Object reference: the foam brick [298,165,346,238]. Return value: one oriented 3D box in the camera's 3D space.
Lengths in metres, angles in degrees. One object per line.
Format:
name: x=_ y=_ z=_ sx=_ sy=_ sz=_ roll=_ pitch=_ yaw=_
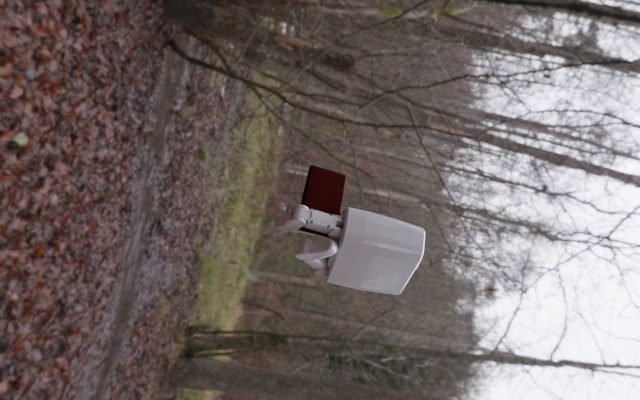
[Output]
foam brick: x=0.000 y=0.002 z=0.652 sx=0.051 sy=0.078 sz=0.053 roll=13 pitch=-28 yaw=-4
